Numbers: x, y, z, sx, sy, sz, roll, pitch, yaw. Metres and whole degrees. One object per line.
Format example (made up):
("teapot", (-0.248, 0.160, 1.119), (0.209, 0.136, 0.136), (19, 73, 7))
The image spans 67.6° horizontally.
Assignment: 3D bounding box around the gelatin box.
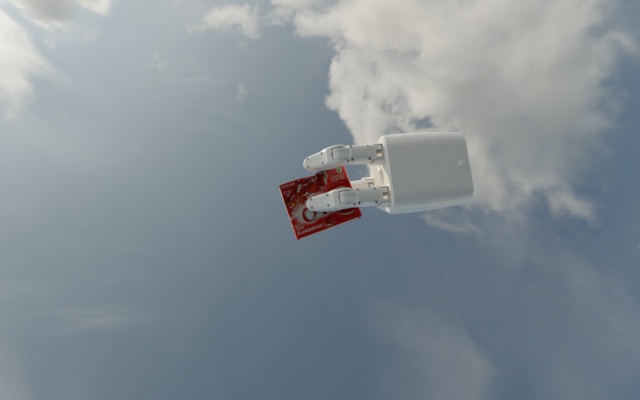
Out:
("gelatin box", (0.000, 0.002, 0.611), (0.089, 0.073, 0.030), (-19, -7, -3))
